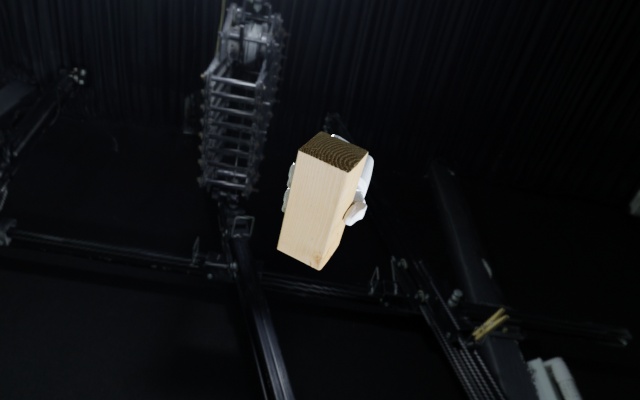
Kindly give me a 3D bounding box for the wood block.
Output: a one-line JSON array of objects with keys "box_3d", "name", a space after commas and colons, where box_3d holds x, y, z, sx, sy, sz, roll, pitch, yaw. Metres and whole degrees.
[{"box_3d": [0.001, 0.003, 0.812, 0.091, 0.206, 0.090, 25, 36, 14], "name": "wood block"}]
